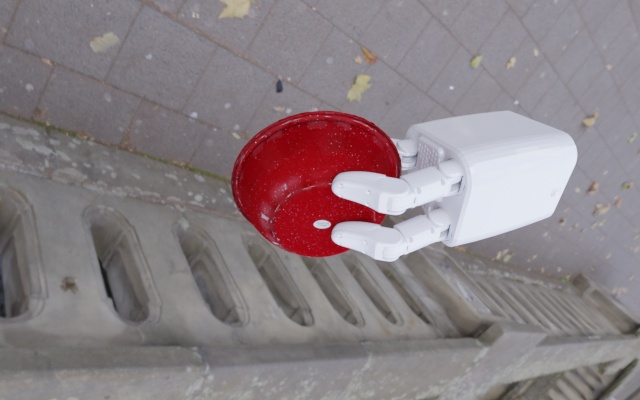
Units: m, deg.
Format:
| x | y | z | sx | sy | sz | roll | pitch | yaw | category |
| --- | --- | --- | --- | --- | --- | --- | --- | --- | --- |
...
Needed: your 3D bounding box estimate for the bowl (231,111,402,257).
| x | y | z | sx | sy | sz | roll | pitch | yaw | category |
| --- | --- | --- | --- | --- | --- | --- | --- | --- | --- |
| -0.001 | 0.002 | 0.433 | 0.162 | 0.162 | 0.055 | 0 | 43 | -9 | bowl |
